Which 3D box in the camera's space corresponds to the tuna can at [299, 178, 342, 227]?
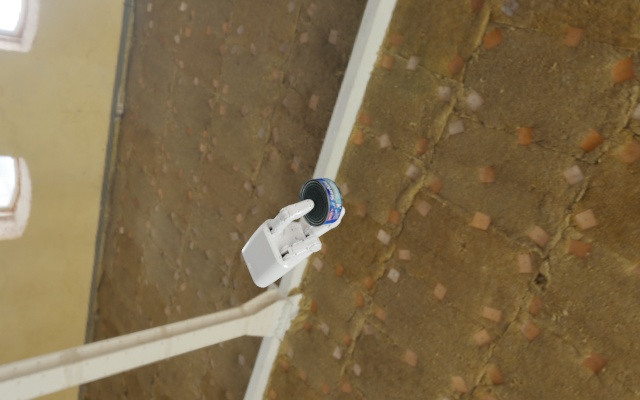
[{"bbox_3d":[0.001,0.003,0.847,0.034,0.086,0.086,-8,5,-38],"label":"tuna can"}]
